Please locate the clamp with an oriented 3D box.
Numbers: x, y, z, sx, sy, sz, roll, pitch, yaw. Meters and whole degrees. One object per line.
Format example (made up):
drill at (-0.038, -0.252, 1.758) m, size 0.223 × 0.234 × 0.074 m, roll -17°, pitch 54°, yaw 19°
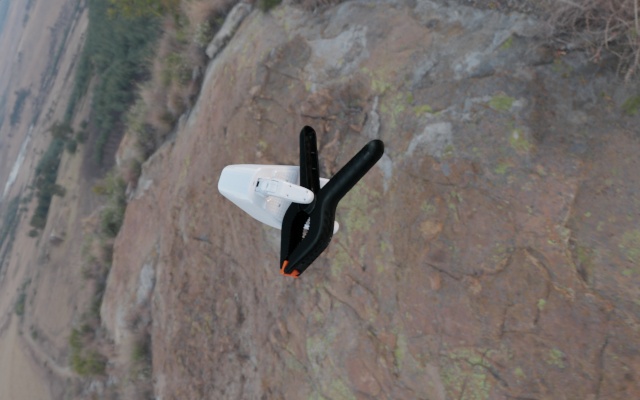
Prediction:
clamp at (-0.001, 0.002, 0.622) m, size 0.036 × 0.210 × 0.164 m, roll 19°, pitch -5°, yaw -37°
